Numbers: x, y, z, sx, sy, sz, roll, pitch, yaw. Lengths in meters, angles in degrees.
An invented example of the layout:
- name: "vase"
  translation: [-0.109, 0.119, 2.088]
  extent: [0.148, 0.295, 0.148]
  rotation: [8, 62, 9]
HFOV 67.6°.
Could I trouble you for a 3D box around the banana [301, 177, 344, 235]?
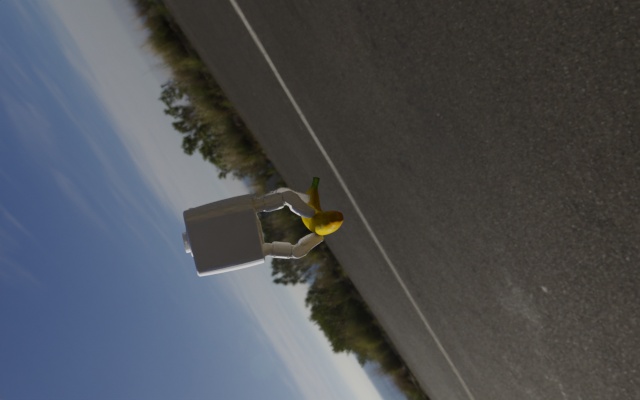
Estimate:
- name: "banana"
  translation: [-0.004, 0.019, 0.793]
  extent: [0.037, 0.070, 0.197]
  rotation: [7, 18, -16]
